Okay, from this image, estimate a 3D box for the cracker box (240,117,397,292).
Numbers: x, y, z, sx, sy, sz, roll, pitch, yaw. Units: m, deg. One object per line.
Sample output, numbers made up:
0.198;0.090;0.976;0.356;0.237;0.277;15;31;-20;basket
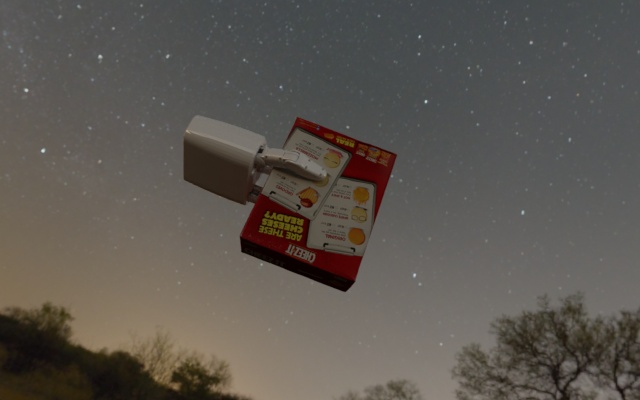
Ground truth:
0.000;0.002;0.693;0.164;0.213;0.072;21;-27;2;cracker box
